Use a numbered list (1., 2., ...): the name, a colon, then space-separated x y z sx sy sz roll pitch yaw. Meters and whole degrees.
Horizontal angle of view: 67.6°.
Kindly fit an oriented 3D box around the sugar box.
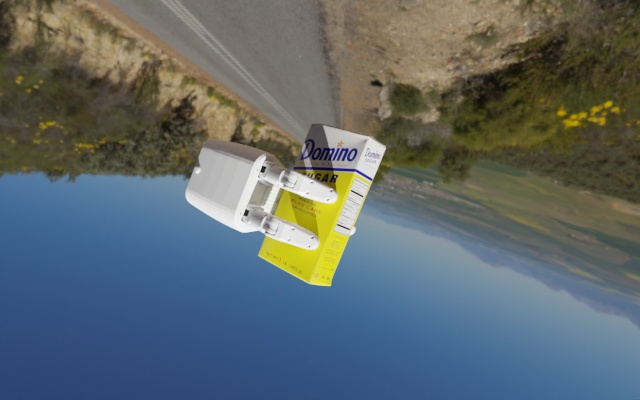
1. sugar box: 0.000 0.002 0.561 0.093 0.176 0.048 20 1 39
